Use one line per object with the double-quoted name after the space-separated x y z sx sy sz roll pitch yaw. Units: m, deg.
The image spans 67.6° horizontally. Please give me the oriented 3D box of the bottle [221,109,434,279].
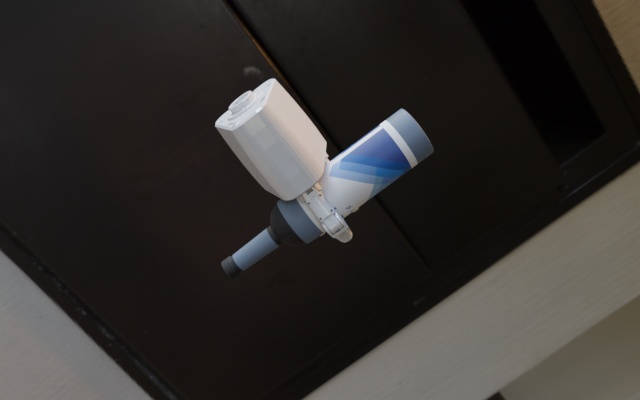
0.000 0.002 0.594 0.296 0.069 0.069 -37 -4 5 "bottle"
